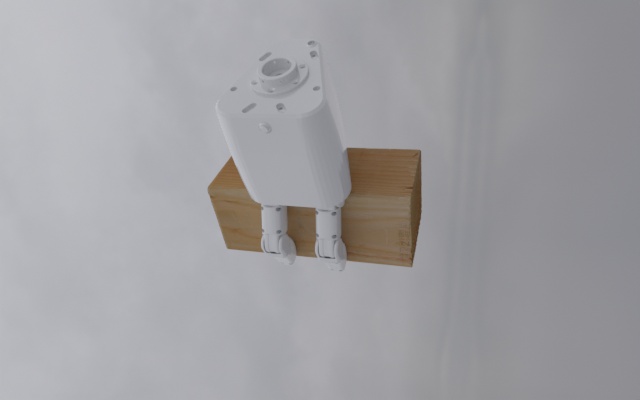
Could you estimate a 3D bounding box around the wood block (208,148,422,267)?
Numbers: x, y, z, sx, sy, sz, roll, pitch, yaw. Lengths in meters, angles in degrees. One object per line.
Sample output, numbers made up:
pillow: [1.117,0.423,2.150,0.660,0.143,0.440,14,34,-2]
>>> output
wood block: [0.000,0.001,0.514,0.206,0.090,0.090,4,39,17]
